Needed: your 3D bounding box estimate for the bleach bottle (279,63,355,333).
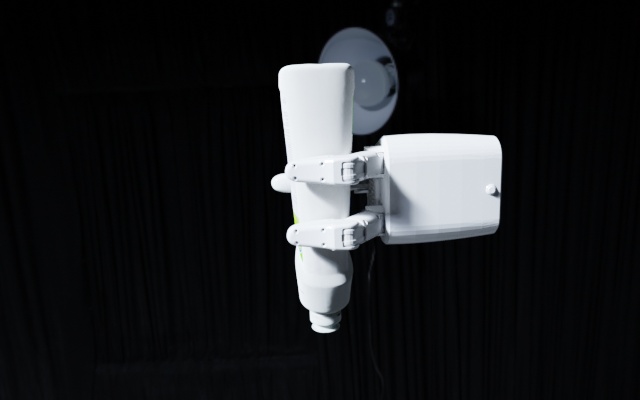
[{"bbox_3d":[0.000,0.001,0.459,0.068,0.251,0.102,-3,12,-4],"label":"bleach bottle"}]
